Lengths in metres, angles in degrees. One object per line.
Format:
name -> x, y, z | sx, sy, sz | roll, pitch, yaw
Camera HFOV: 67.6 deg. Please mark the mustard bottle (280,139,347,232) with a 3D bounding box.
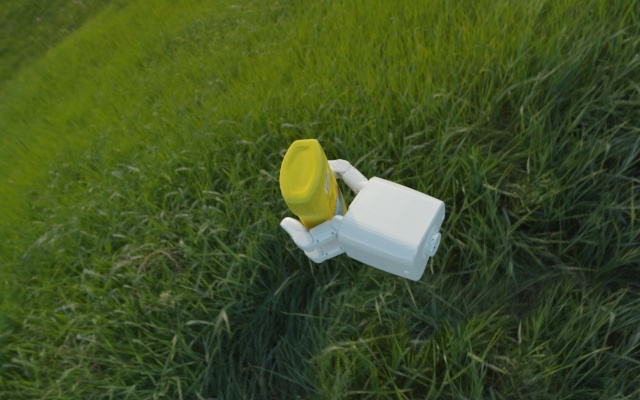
mustard bottle -> 0.000, 0.002, 0.678 | 0.058, 0.096, 0.192 | -3, -27, 15
